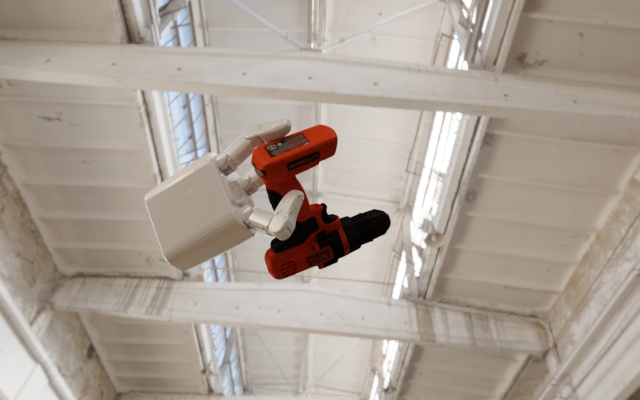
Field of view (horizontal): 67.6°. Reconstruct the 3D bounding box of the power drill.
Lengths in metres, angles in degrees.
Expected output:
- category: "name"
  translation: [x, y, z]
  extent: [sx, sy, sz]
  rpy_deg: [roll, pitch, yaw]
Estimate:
- category: "power drill"
  translation: [0.000, 0.002, 0.617]
  extent: [0.184, 0.188, 0.057]
  rpy_deg: [-22, 32, -14]
